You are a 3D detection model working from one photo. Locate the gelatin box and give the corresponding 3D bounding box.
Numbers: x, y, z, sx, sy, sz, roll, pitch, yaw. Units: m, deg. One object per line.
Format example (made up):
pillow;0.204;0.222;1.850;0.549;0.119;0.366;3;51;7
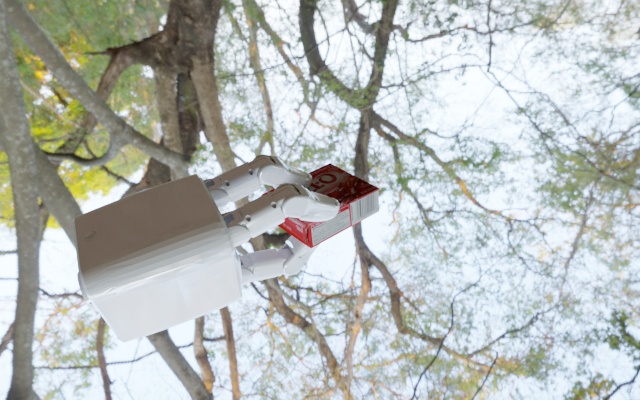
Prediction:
gelatin box;0.000;0.002;0.455;0.089;0.030;0.073;-26;38;-30
